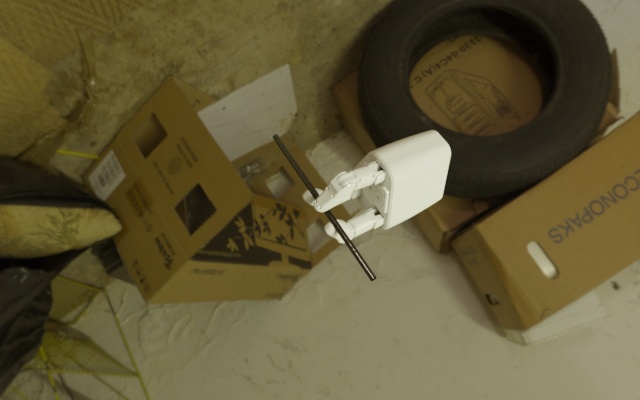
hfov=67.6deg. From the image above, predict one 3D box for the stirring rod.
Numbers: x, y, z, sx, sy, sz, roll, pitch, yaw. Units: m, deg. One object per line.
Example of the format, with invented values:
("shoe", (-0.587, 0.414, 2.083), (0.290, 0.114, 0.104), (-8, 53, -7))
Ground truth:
("stirring rod", (0.000, 0.002, 0.608), (0.011, 0.239, 0.011), (-28, -25, -14))
